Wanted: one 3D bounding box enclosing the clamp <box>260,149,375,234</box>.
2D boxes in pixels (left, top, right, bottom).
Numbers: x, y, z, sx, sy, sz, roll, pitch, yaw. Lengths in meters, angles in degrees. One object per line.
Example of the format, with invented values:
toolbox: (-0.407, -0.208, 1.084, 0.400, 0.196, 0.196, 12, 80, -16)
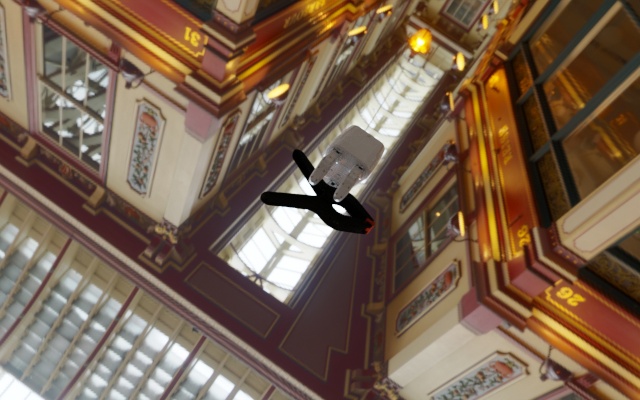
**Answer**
clamp: (0.000, 0.004, 0.875, 0.210, 0.036, 0.164, 36, 43, 3)
